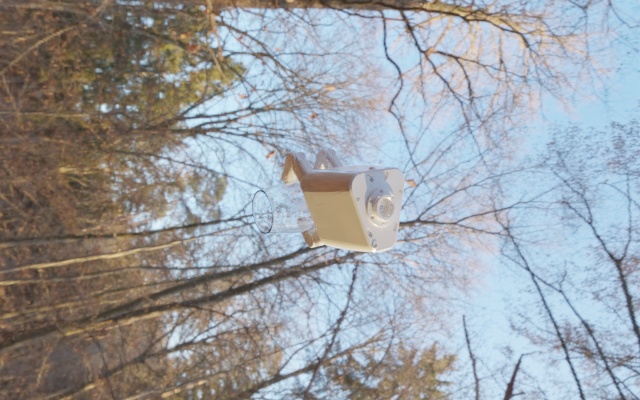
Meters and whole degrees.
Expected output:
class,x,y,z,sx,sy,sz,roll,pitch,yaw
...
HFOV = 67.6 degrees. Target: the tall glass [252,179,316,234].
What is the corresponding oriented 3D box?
class,x,y,z,sx,sy,sz,roll,pitch,yaw
tall glass,0.001,0.002,0.719,0.201,0.079,0.079,-10,5,-33
